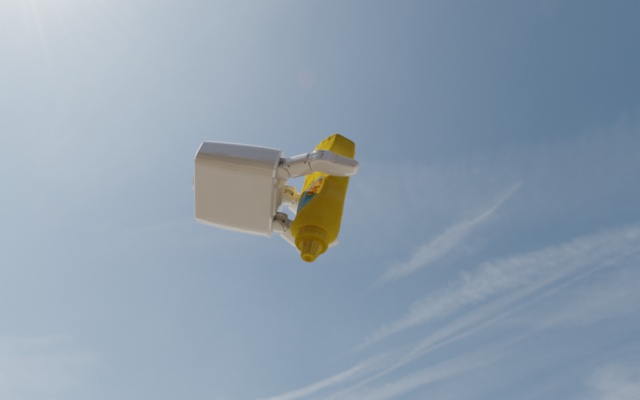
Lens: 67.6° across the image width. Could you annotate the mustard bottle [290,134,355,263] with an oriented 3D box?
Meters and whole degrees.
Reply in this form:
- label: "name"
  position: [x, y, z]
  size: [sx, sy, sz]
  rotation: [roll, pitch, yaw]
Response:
- label: "mustard bottle"
  position: [0.000, 0.002, 0.622]
  size: [0.058, 0.191, 0.096]
  rotation: [27, -48, -13]
